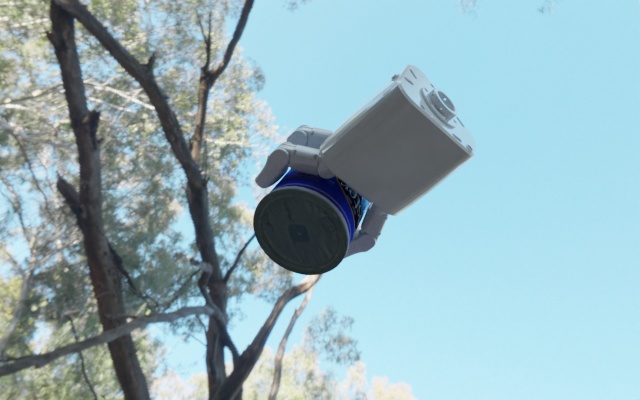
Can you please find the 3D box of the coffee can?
[{"bbox_3d":[0.000,0.002,0.537,0.103,0.103,0.140,0,28,21],"label":"coffee can"}]
